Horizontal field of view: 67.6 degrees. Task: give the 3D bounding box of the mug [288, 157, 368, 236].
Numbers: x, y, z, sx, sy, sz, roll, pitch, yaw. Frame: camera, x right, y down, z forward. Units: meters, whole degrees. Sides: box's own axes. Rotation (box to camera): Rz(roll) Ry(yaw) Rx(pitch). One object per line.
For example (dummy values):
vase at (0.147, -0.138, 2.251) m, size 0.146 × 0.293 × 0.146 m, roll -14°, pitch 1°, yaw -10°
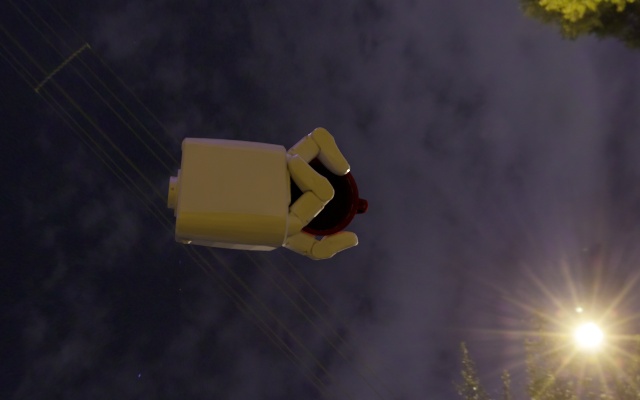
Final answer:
mug at (0.001, 0.002, 0.585) m, size 0.117 × 0.093 × 0.081 m, roll 5°, pitch -12°, yaw -17°
